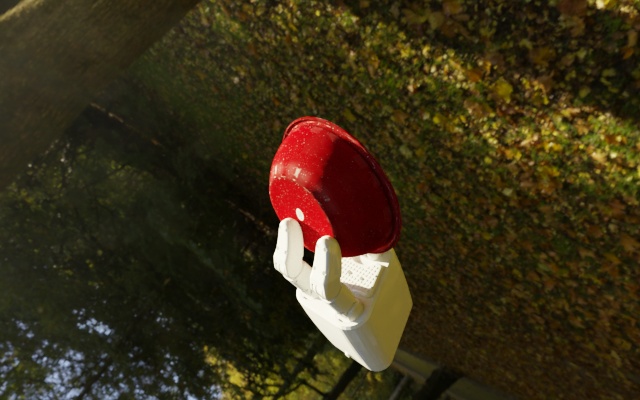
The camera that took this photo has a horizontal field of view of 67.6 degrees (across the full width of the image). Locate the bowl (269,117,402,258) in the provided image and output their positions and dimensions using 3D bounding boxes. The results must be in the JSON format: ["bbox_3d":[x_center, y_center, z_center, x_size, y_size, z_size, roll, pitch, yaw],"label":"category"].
[{"bbox_3d":[-0.001,0.001,0.472,0.055,0.162,0.162,-37,20,-29],"label":"bowl"}]
